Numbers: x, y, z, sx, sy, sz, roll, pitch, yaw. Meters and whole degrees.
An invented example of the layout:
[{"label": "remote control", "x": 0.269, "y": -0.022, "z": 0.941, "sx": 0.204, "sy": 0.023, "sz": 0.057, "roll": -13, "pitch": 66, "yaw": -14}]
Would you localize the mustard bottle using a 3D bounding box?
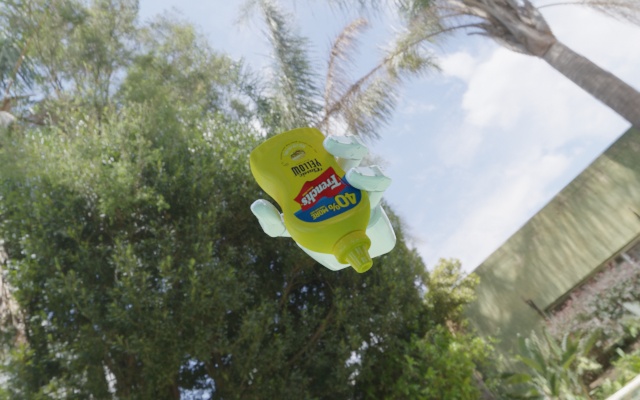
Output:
[{"label": "mustard bottle", "x": 0.000, "y": 0.001, "z": 0.533, "sx": 0.096, "sy": 0.191, "sz": 0.058, "roll": -22, "pitch": -34, "yaw": -18}]
